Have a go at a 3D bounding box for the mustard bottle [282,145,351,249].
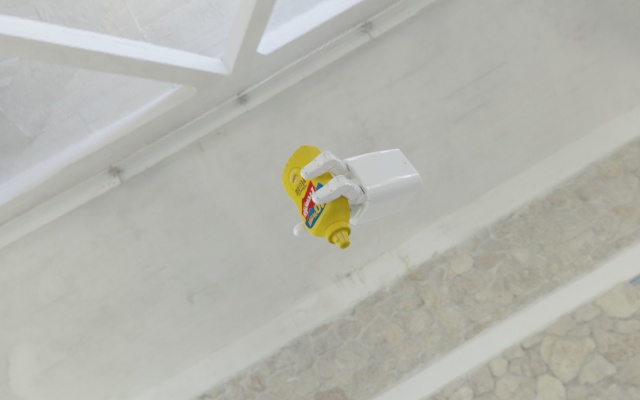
[{"bbox_3d":[0.000,0.002,0.785,0.058,0.096,0.191,4,42,-37],"label":"mustard bottle"}]
